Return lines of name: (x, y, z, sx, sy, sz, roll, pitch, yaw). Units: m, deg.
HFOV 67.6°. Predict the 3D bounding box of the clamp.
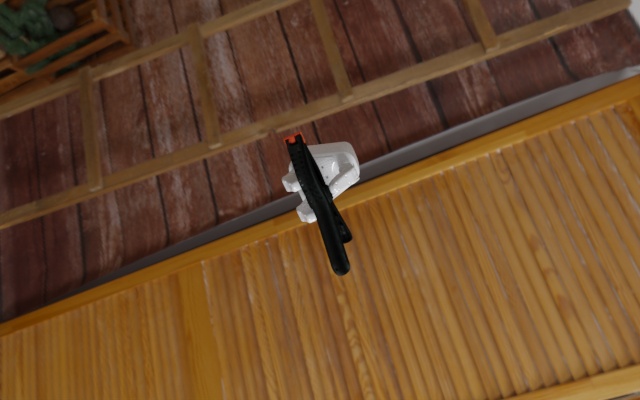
clamp: (0.001, 0.001, 0.703, 0.036, 0.210, 0.164, -23, 16, 8)
